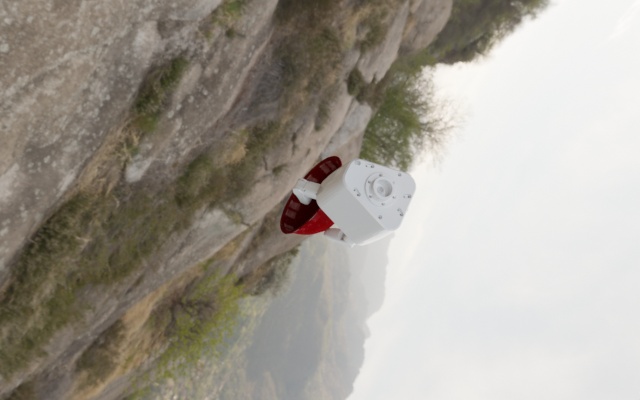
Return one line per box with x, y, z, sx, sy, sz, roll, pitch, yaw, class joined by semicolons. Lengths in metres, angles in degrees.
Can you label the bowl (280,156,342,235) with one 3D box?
0.000;0.003;0.833;0.055;0.162;0.162;36;-15;-22;bowl
